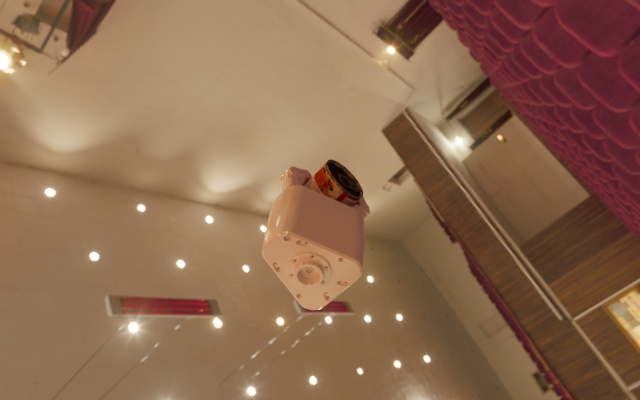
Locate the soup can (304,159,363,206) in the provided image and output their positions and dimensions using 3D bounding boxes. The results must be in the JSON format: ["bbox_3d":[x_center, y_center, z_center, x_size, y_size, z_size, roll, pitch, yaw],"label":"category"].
[{"bbox_3d":[0.000,0.002,0.662,0.102,0.068,0.068,-43,-21,23],"label":"soup can"}]
